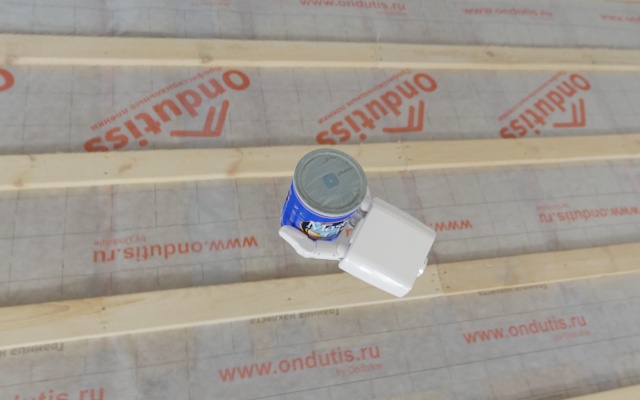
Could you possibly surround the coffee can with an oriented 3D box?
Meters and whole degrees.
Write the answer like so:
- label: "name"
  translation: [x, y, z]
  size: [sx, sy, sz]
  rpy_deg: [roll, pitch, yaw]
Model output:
- label: "coffee can"
  translation: [0.000, 0.002, 0.708]
  size: [0.103, 0.102, 0.140]
  rpy_deg: [0, -25, -13]
